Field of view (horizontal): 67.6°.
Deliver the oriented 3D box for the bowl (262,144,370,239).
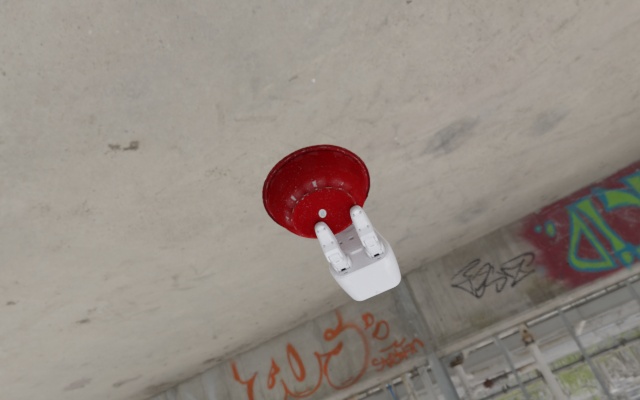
[{"bbox_3d":[-0.001,0.002,0.679,0.162,0.162,0.055,0,38,-14],"label":"bowl"}]
